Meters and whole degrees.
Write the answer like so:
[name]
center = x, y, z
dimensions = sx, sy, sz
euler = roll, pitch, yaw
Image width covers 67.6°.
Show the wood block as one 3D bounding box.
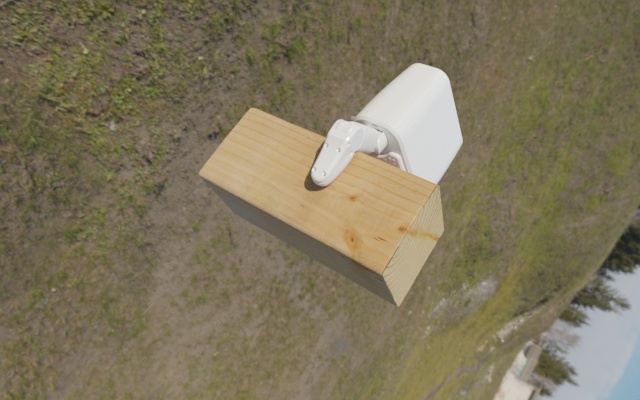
[wood block]
center = 0.000, 0.001, 0.451
dimensions = 0.206, 0.090, 0.091
euler = 26, -18, 28
